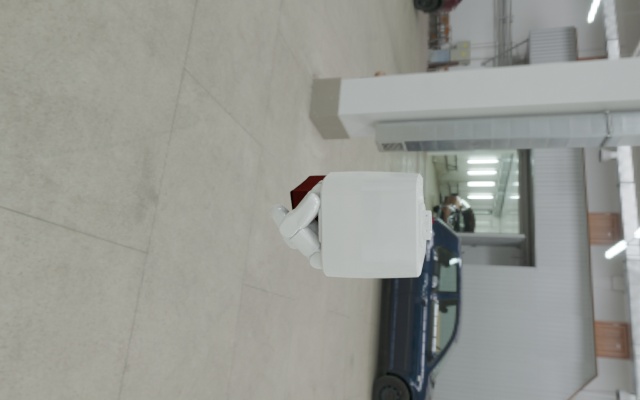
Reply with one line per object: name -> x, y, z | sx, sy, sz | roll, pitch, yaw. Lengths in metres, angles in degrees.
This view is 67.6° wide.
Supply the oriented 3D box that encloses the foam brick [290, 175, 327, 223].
foam brick -> 0.000, 0.002, 0.613 | 0.051, 0.053, 0.078 | -1, 18, 18
